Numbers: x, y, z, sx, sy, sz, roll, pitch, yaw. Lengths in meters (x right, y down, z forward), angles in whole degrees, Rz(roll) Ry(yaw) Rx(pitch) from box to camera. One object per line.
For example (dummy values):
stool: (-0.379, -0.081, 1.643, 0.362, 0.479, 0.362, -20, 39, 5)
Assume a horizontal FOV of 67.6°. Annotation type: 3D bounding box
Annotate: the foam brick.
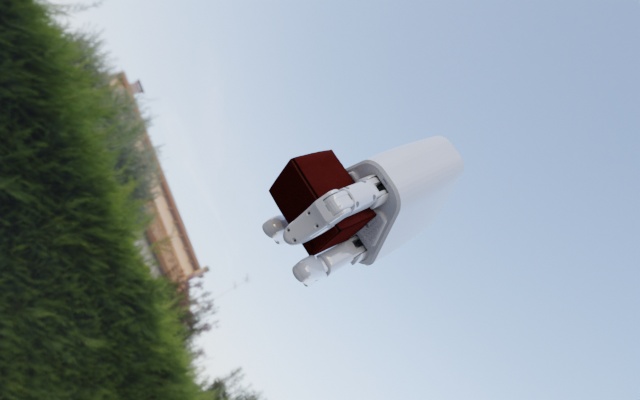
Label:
foam brick: (0.000, 0.001, 0.435, 0.051, 0.078, 0.053, -22, -17, -42)
